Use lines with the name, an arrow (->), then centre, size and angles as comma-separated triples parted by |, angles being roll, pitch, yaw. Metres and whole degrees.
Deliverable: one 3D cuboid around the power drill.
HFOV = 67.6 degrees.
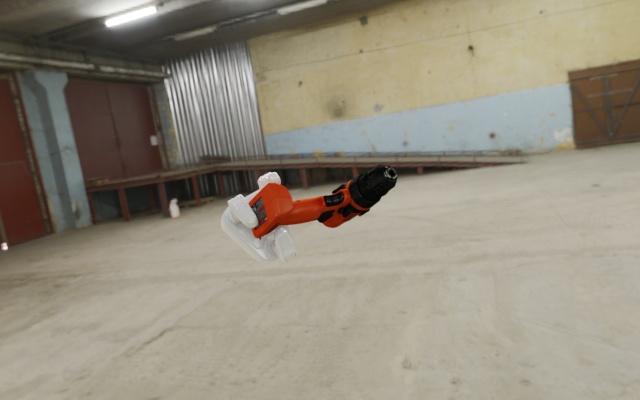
power drill -> 0.000, 0.002, 0.704 | 0.187, 0.057, 0.184 | -5, -21, -32
